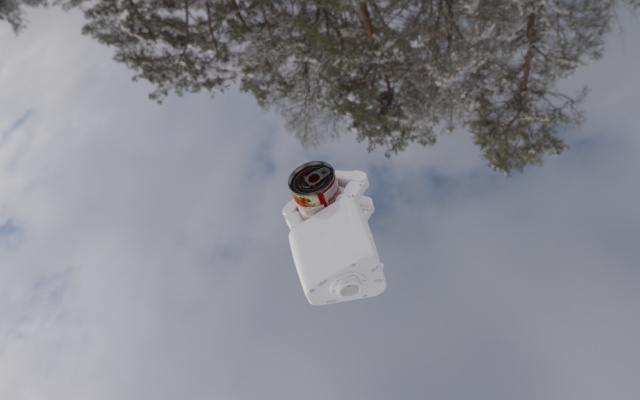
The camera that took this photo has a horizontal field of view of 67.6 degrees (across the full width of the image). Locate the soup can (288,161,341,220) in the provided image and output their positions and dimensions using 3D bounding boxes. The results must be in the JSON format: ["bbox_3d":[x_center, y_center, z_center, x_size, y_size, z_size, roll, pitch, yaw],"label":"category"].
[{"bbox_3d":[0.000,0.002,0.697,0.068,0.068,0.102,0,-43,21],"label":"soup can"}]
